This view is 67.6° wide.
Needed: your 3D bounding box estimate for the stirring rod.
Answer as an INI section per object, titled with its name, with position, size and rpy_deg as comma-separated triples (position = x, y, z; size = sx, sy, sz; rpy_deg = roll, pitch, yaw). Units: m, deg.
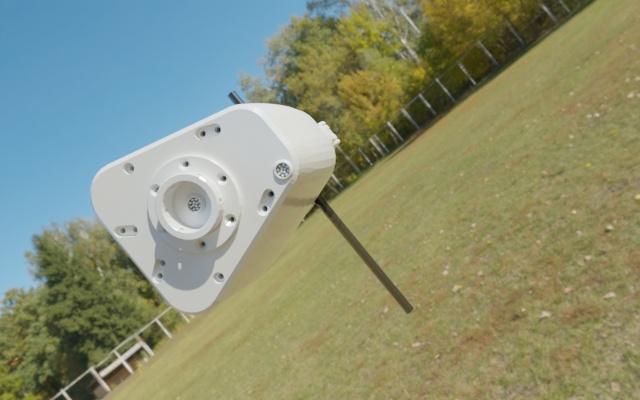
[stirring rod]
position = 0.000, 0.001, 0.408
size = 0.011, 0.239, 0.011
rpy_deg = -39, 0, 0
